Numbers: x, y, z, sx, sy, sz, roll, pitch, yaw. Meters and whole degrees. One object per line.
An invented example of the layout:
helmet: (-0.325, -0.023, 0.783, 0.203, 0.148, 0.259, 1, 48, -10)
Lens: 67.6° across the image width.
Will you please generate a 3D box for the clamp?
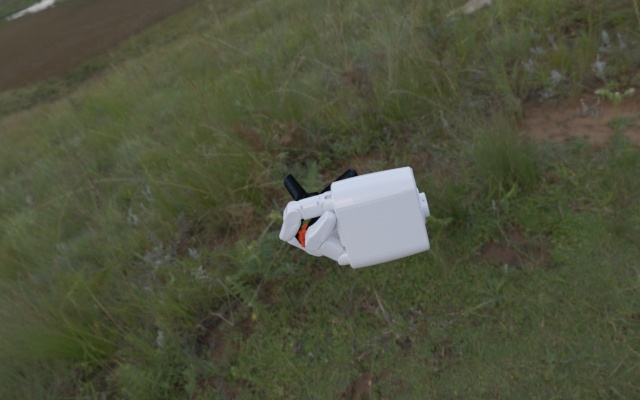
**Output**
clamp: (0.000, 0.002, 0.714, 0.120, 0.039, 0.171, -14, 36, 9)
